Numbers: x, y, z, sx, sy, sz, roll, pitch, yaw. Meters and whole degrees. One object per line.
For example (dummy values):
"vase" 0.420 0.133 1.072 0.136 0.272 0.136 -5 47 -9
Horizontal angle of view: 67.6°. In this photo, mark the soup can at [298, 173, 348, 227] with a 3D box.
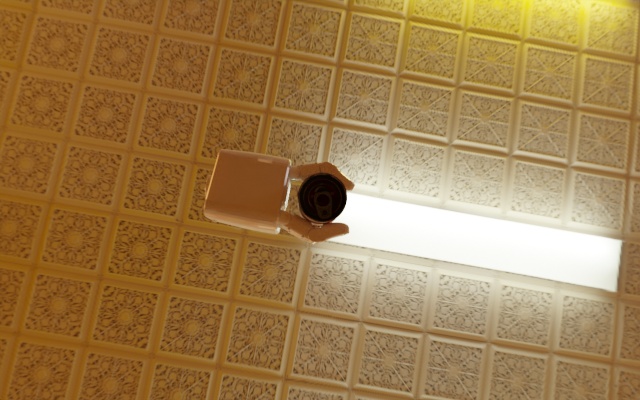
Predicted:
"soup can" 0.001 0.002 0.694 0.068 0.068 0.102 0 -8 -3
